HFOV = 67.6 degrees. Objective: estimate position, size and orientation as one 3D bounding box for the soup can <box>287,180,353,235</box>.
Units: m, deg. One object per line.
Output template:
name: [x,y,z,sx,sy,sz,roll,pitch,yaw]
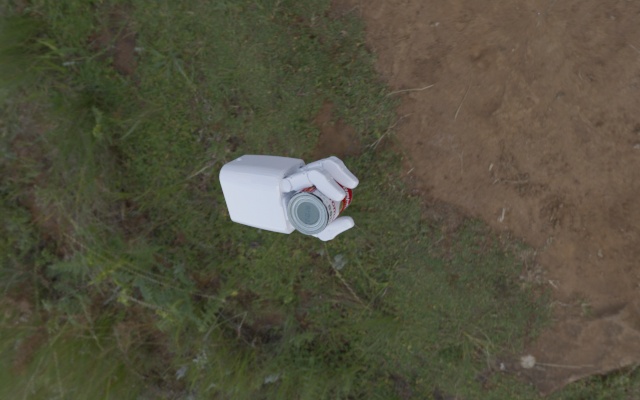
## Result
soup can: [0.000,0.003,0.723,0.068,0.068,0.102,0,20,25]
